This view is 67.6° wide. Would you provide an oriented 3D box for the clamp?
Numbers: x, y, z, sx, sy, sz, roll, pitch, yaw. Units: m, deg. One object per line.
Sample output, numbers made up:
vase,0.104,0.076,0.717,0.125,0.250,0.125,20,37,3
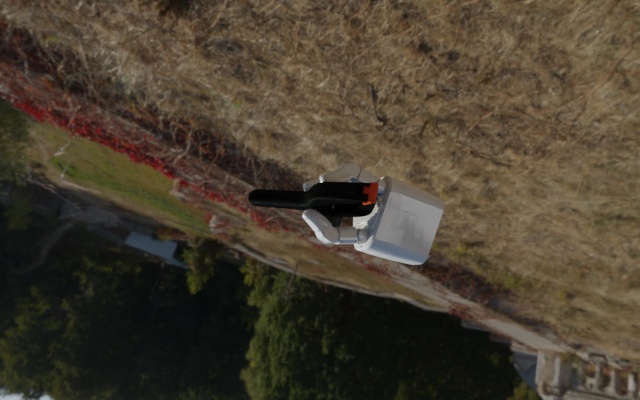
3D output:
clamp,0.000,0.003,0.678,0.164,0.036,0.210,16,-17,-24
